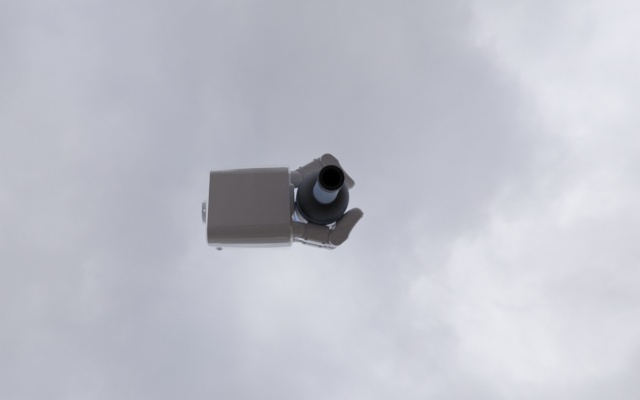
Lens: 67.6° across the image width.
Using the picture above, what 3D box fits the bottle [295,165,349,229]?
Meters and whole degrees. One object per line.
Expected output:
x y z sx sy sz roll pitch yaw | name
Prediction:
0.000 0.002 0.628 0.069 0.069 0.296 0 -10 -4 | bottle
